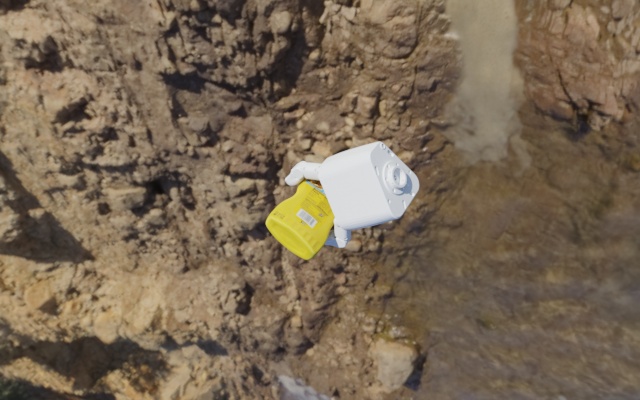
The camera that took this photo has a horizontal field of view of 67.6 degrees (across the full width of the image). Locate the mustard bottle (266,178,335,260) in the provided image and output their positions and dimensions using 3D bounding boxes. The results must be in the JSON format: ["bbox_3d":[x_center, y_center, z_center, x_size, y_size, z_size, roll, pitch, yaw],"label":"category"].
[{"bbox_3d":[0.000,0.003,0.796,0.191,0.096,0.058,-50,-1,-37],"label":"mustard bottle"}]
